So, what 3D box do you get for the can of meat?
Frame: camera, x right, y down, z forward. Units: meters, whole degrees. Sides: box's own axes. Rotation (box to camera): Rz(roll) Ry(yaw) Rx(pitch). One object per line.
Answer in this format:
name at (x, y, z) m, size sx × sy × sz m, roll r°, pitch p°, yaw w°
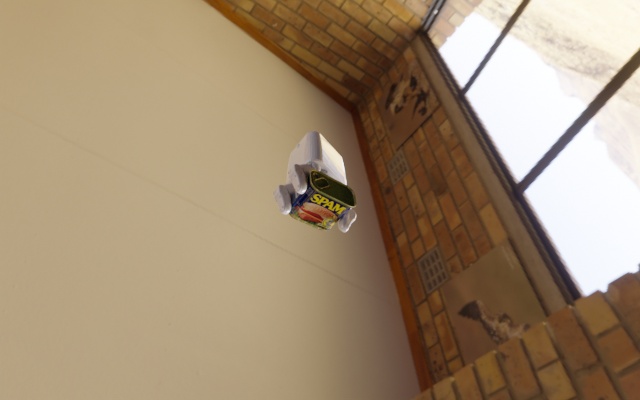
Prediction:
can of meat at (0.000, 0.003, 0.882) m, size 0.102 × 0.057 × 0.084 m, roll 26°, pitch -54°, yaw -26°
